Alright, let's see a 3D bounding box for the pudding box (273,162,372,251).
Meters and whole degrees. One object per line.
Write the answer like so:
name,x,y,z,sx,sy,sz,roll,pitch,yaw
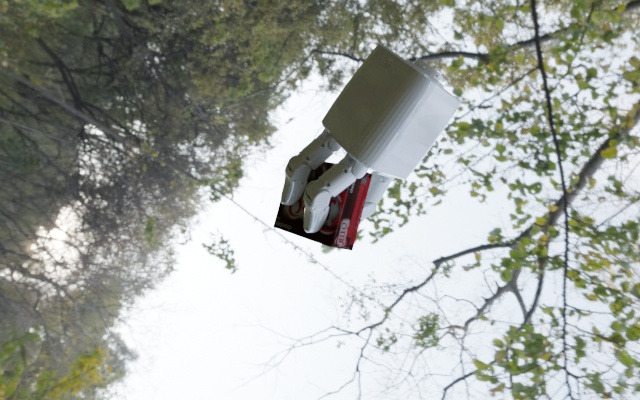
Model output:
pudding box,0.000,0.002,0.554,0.039,0.090,0.113,17,-3,-39
